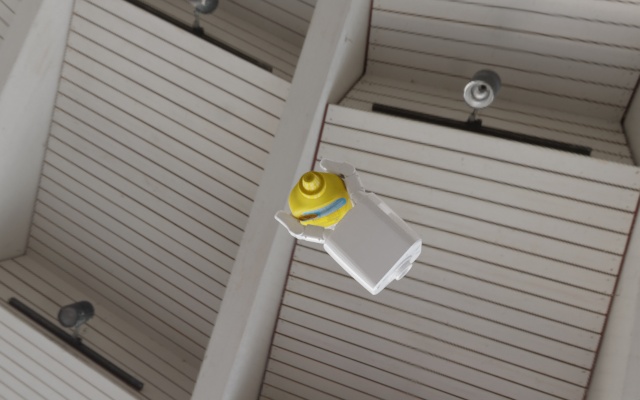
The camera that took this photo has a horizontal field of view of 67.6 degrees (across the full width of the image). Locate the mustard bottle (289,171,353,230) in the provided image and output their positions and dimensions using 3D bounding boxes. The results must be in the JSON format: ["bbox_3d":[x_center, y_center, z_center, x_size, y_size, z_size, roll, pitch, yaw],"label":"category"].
[{"bbox_3d":[0.000,0.002,0.768,0.096,0.058,0.192,-21,-23,2],"label":"mustard bottle"}]
